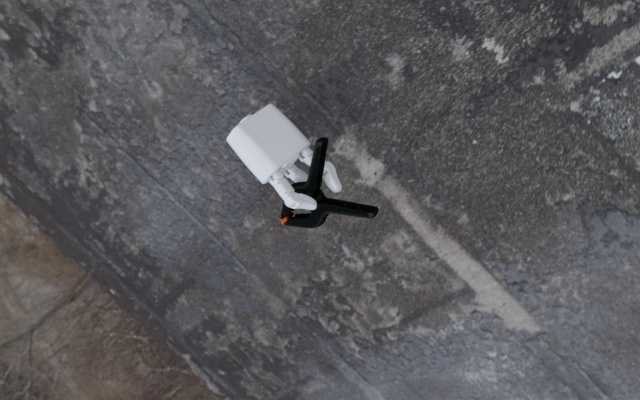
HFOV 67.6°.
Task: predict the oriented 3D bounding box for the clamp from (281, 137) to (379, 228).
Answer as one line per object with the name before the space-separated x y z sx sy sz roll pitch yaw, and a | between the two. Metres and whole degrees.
clamp | -0.001 0.003 0.881 0.210 0.164 0.036 -42 -3 42
